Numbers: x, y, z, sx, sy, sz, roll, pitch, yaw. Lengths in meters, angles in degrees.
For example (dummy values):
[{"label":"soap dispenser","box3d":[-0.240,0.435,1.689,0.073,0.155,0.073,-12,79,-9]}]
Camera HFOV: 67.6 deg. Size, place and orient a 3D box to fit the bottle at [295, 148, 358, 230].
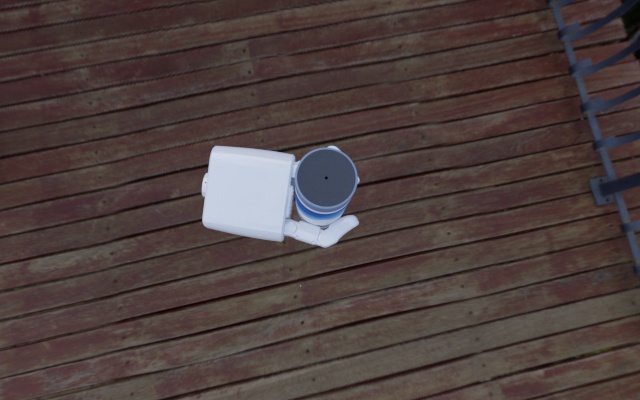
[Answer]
[{"label":"bottle","box3d":[0.000,0.002,0.644,0.069,0.069,0.296,0,-10,-2]}]
